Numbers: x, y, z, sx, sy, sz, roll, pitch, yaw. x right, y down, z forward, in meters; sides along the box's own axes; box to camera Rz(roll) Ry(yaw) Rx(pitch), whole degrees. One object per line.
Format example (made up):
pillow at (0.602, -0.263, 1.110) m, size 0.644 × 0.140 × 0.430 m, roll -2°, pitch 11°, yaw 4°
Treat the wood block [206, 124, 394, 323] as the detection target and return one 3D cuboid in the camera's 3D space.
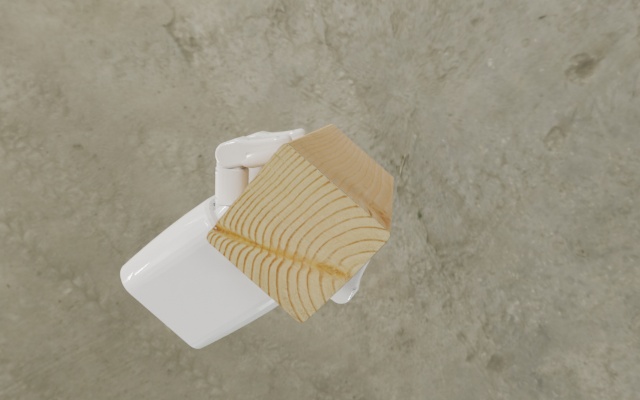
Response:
wood block at (0.000, 0.002, 0.405) m, size 0.091 × 0.090 × 0.206 m, roll 42°, pitch 16°, yaw -2°
